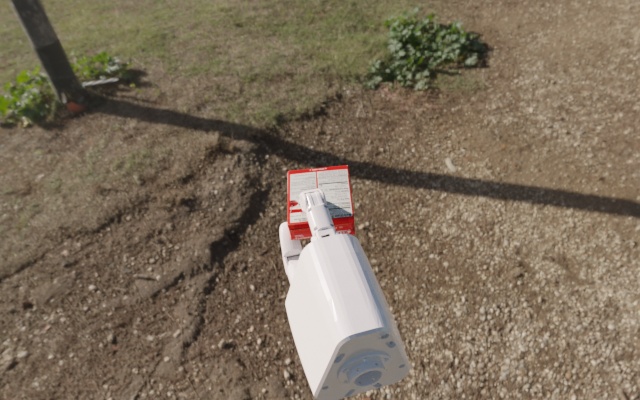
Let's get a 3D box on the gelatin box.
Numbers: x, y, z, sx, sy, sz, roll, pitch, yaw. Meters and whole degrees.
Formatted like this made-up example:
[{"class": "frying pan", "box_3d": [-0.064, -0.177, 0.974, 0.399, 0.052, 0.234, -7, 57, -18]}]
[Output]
[{"class": "gelatin box", "box_3d": [0.000, 0.001, 0.547, 0.073, 0.089, 0.030, -6, -43, 3]}]
